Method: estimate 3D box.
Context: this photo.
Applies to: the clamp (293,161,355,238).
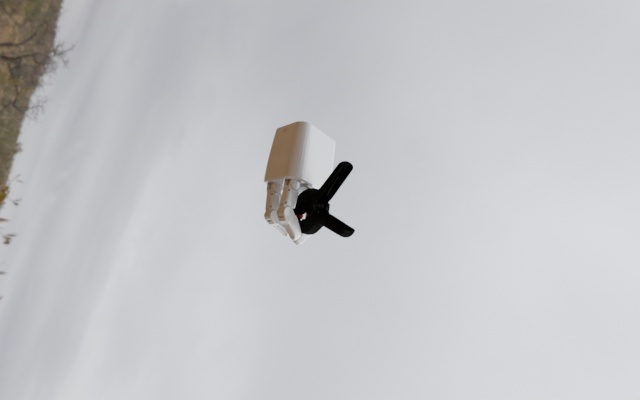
[{"bbox_3d":[0.000,0.003,0.788,0.039,0.120,0.171,19,-16,-36],"label":"clamp"}]
